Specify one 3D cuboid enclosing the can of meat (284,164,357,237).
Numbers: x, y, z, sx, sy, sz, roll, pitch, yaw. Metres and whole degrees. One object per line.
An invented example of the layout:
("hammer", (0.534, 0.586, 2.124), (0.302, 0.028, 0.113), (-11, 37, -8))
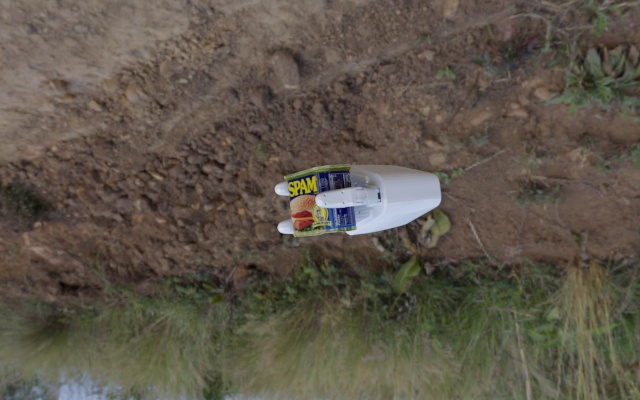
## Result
("can of meat", (0.000, 0.002, 0.628), (0.057, 0.084, 0.102), (-6, -3, -35))
